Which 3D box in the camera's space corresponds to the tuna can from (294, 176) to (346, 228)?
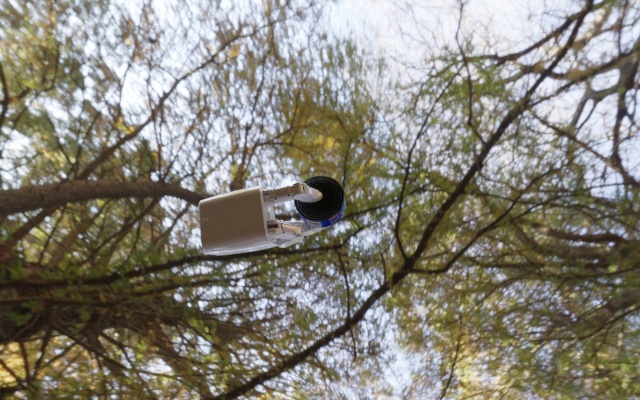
[{"bbox_3d":[0.000,0.003,0.813,0.086,0.086,0.034,0,-27,11],"label":"tuna can"}]
